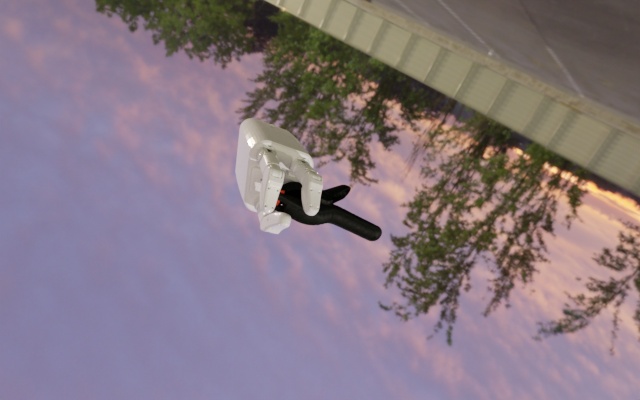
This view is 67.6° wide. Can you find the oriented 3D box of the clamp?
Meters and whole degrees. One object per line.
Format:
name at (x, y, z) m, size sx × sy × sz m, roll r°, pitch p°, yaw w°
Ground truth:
clamp at (0.000, 0.003, 0.690) m, size 0.171 × 0.039 × 0.120 m, roll 17°, pitch 22°, yaw -28°
